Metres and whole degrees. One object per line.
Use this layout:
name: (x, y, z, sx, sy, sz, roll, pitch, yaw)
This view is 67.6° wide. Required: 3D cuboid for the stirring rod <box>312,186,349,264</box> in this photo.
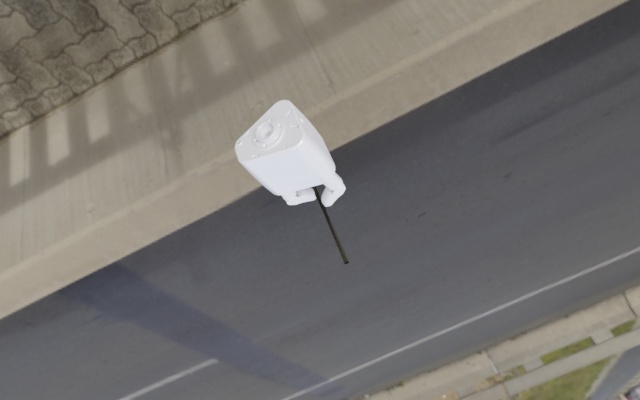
stirring rod: (0.000, 0.003, 0.801, 0.011, 0.239, 0.011, -17, -32, -11)
